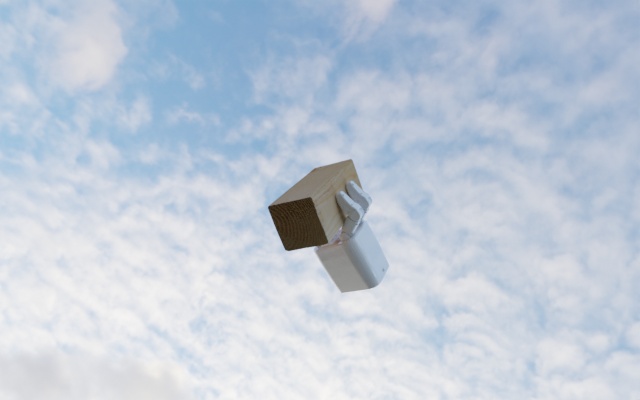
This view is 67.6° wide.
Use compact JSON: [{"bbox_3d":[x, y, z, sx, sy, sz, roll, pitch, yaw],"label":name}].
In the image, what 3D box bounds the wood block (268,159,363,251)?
[{"bbox_3d":[0.000,0.003,0.889,0.091,0.090,0.206,-13,16,28],"label":"wood block"}]
